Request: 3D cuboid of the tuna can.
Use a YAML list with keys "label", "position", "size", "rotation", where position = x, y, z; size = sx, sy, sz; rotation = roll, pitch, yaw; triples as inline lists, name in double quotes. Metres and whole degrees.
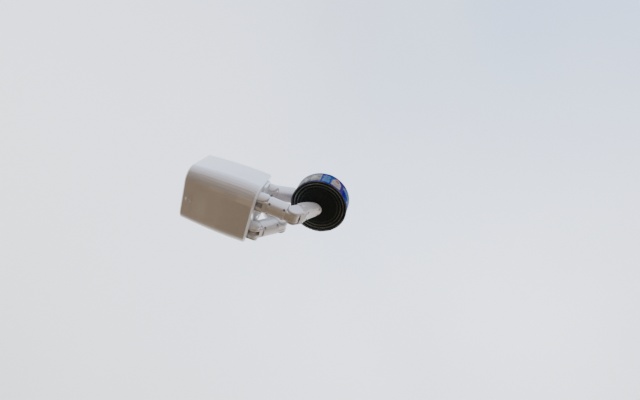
- label: "tuna can"
  position: [0.000, 0.002, 0.727]
  size: [0.086, 0.086, 0.033]
  rotation: [0, 28, 14]
